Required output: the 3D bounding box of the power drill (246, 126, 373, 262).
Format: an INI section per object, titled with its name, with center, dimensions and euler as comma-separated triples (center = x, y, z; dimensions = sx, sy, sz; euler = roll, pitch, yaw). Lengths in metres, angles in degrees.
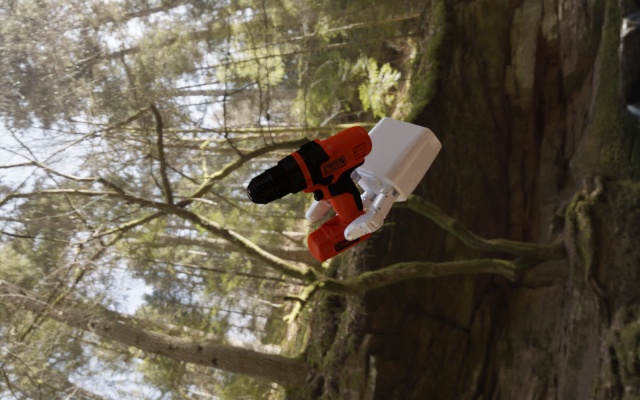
[power drill]
center = 0.000, 0.002, 0.685
dimensions = 0.184, 0.188, 0.057
euler = -27, 45, -11
